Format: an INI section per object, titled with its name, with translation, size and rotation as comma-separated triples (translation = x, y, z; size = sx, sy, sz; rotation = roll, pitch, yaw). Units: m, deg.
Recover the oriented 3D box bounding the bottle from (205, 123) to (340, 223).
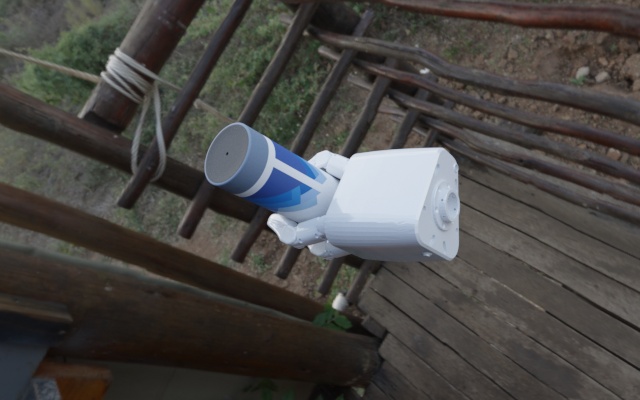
[bottle]
translation = 0.000, 0.002, 0.567
size = 0.069, 0.069, 0.296
rotation = 0, -19, 41
